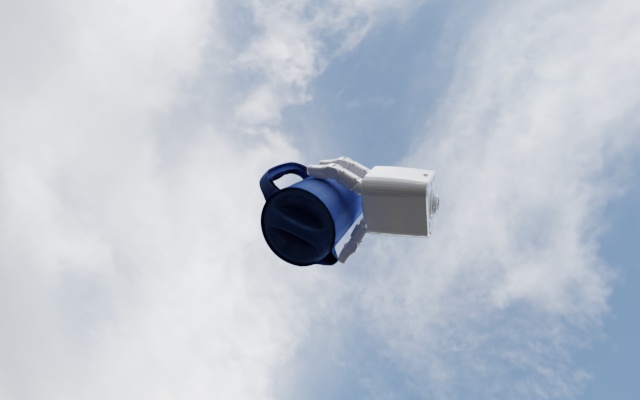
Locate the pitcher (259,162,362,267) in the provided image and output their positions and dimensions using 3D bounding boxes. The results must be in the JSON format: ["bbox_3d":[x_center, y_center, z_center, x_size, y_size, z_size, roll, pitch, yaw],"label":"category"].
[{"bbox_3d":[0.000,0.003,0.853,0.145,0.149,0.242,5,19,22],"label":"pitcher"}]
